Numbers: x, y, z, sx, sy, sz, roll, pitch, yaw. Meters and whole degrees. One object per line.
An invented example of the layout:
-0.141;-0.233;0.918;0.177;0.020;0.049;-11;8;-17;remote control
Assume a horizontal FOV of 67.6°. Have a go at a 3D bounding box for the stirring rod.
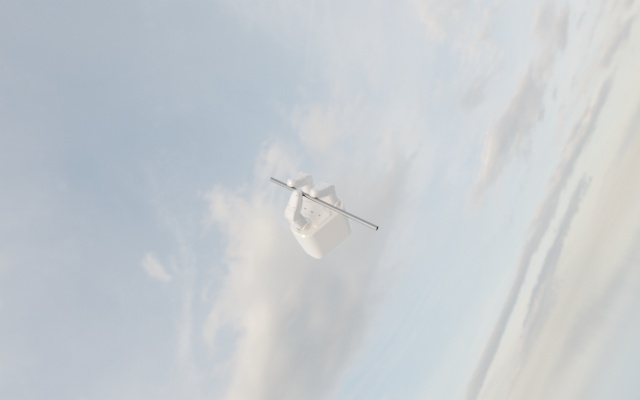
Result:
0.000;0.003;0.859;0.239;0.011;0.011;25;13;29;stirring rod
